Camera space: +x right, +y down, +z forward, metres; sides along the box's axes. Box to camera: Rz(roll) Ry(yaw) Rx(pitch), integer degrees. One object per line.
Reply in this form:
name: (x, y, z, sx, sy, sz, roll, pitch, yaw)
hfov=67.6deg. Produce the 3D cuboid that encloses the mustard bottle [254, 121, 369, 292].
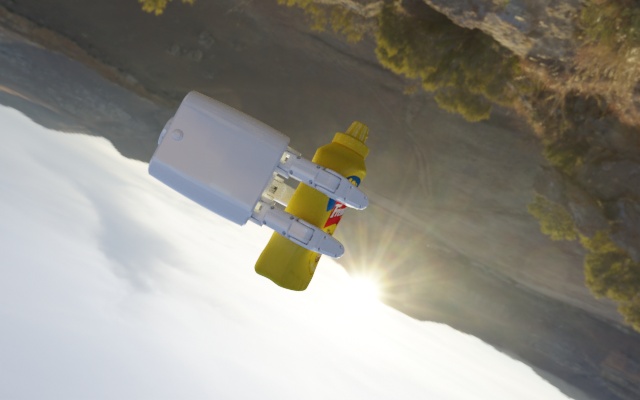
mustard bottle: (0.000, 0.002, 0.516, 0.058, 0.191, 0.096, 27, -3, 18)
